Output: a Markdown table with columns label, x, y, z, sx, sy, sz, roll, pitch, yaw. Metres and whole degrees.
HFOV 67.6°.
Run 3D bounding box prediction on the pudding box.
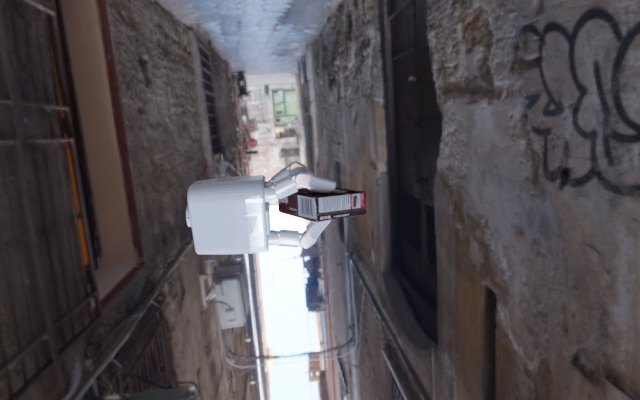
| label | x | y | z | sx | sy | sz | roll | pitch | yaw |
| --- | --- | --- | --- | --- | --- | --- | --- | --- | --- |
| pudding box | 0.000 | 0.003 | 0.712 | 0.090 | 0.039 | 0.113 | -8 | 12 | -32 |
